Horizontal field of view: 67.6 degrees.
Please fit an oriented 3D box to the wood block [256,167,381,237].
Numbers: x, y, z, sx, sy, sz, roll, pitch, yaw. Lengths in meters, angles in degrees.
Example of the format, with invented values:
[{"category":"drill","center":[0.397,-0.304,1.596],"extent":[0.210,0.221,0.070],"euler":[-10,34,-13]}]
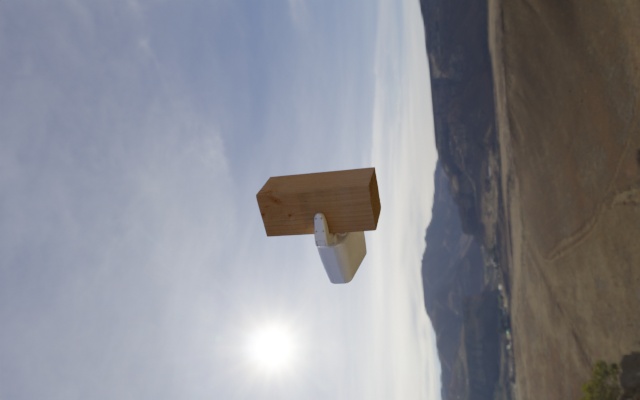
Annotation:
[{"category":"wood block","center":[0.000,0.003,0.879],"extent":[0.206,0.090,0.090],"euler":[-5,25,16]}]
